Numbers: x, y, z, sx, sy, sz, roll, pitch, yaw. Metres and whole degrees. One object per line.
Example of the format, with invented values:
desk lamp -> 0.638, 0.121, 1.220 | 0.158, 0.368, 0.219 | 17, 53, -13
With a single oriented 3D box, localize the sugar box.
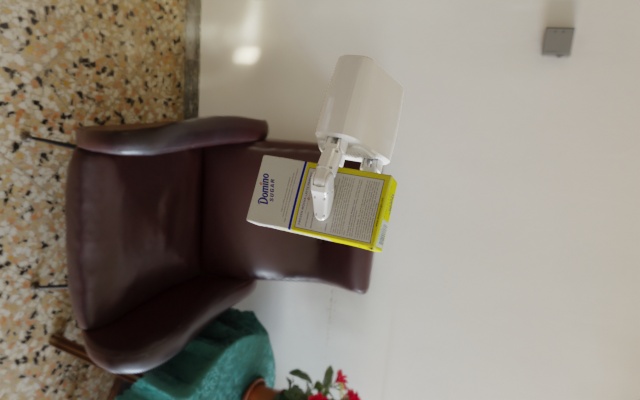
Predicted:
sugar box -> 0.000, 0.002, 0.609 | 0.176, 0.093, 0.048 | 11, -8, 24
